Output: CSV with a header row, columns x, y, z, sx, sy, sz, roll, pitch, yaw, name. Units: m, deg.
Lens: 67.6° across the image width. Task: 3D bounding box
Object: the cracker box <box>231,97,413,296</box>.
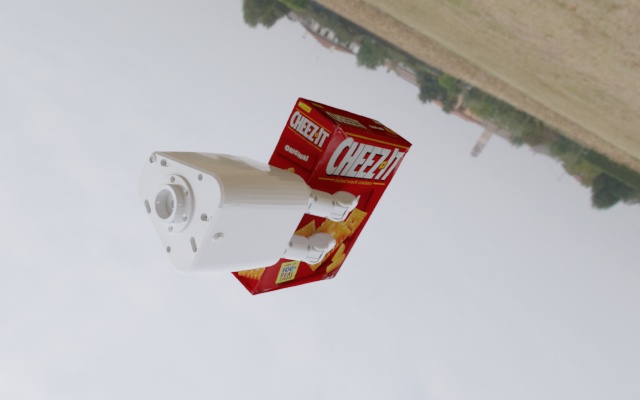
x,y,z,sx,sy,sz,roll,pitch,yaw,name
0.000,0.002,0.567,0.072,0.214,0.164,40,22,30,cracker box
